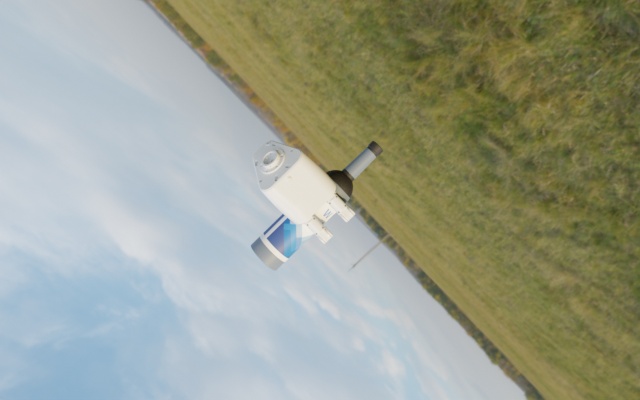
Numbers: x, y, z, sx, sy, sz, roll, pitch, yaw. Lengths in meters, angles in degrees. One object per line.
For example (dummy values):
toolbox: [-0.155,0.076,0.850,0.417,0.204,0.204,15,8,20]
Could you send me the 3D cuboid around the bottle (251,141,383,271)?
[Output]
bottle: [0.000,0.003,0.875,0.296,0.069,0.069,-44,-1,1]
